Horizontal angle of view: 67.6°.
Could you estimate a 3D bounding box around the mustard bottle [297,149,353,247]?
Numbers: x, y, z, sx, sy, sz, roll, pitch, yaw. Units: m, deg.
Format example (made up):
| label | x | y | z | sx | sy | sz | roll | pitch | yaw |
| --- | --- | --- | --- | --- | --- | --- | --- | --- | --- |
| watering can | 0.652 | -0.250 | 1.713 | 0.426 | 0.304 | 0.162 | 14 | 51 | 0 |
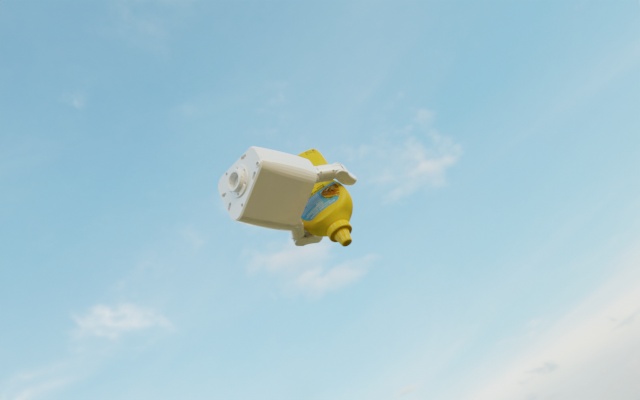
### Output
| label | x | y | z | sx | sy | sz | roll | pitch | yaw |
| --- | --- | --- | --- | --- | --- | --- | --- | --- | --- |
| mustard bottle | 0.000 | 0.003 | 0.800 | 0.096 | 0.191 | 0.058 | -37 | -38 | 5 |
